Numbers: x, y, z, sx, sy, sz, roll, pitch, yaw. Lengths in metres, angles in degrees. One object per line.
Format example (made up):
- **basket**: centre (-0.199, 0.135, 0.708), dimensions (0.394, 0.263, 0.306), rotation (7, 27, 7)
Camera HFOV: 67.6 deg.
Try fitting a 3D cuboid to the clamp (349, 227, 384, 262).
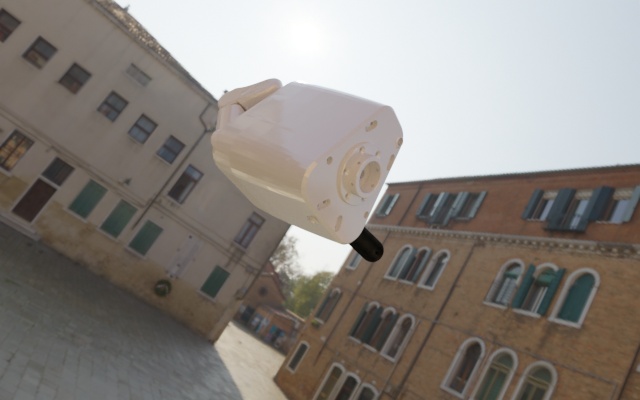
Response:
- **clamp**: centre (0.000, 0.001, 0.499), dimensions (0.120, 0.039, 0.171), rotation (26, -14, 41)
